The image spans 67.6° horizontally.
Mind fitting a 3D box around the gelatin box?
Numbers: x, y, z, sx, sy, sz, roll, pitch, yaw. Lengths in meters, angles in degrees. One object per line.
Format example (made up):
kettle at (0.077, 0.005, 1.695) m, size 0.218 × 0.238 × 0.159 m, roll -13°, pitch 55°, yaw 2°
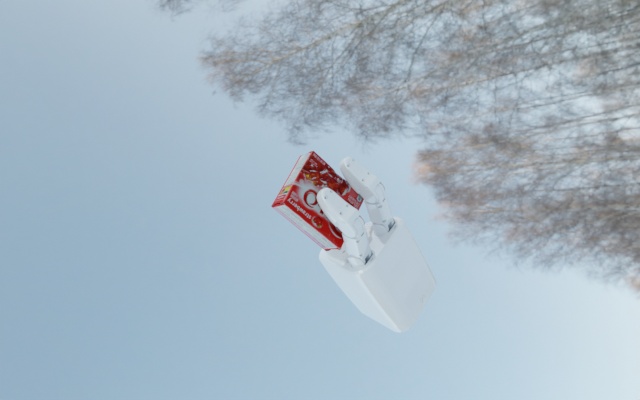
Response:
gelatin box at (0.000, 0.002, 0.526) m, size 0.089 × 0.073 × 0.030 m, roll 41°, pitch -30°, yaw -24°
